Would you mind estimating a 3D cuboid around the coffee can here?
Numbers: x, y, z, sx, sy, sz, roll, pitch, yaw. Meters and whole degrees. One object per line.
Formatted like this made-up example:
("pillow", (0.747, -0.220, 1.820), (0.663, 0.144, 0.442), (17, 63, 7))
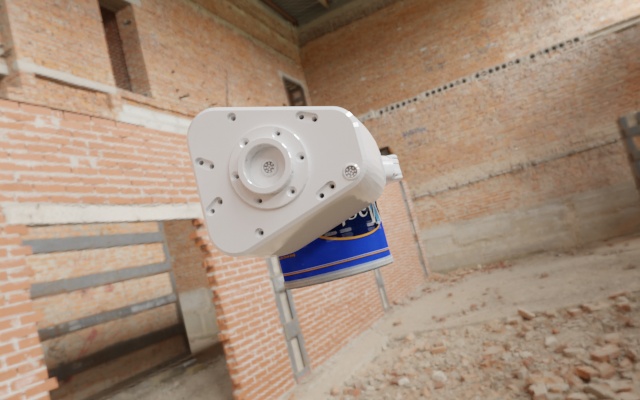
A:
("coffee can", (0.000, 0.002, 0.445), (0.103, 0.140, 0.103), (-14, -6, -1))
